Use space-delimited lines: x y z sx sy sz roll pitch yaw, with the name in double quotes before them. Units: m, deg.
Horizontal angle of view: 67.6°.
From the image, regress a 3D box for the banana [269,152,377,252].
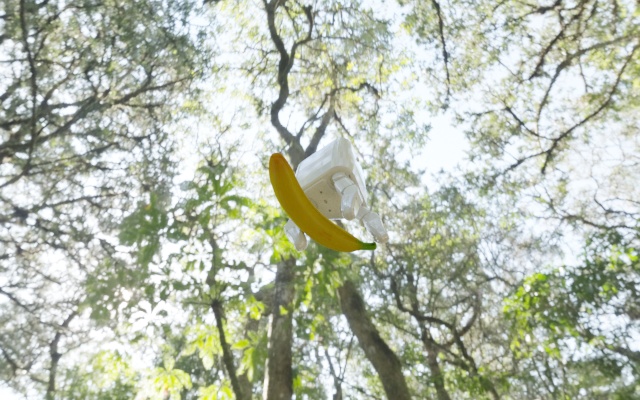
"banana" -0.011 0.014 0.655 0.070 0.198 0.037 -37 23 27
